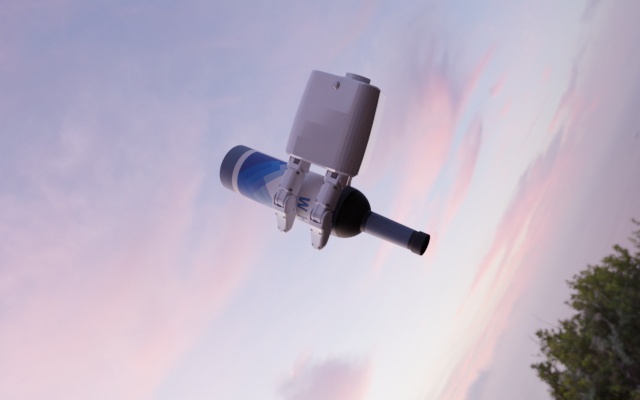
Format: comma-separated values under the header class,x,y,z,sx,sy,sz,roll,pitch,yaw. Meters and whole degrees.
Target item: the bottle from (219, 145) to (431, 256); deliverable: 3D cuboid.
class,x,y,z,sx,sy,sz,roll,pitch,yaw
bottle,0.000,0.002,0.617,0.295,0.069,0.069,22,10,27
